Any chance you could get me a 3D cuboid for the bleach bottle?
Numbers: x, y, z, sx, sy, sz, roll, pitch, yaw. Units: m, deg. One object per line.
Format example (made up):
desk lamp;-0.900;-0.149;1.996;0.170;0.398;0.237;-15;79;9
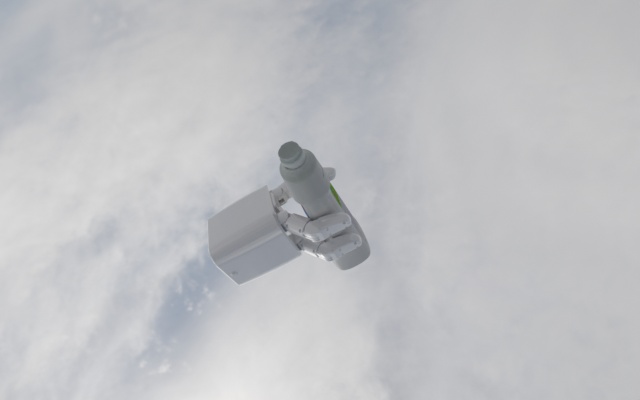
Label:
bleach bottle;0.000;0.002;0.678;0.068;0.102;0.251;-30;-40;1
